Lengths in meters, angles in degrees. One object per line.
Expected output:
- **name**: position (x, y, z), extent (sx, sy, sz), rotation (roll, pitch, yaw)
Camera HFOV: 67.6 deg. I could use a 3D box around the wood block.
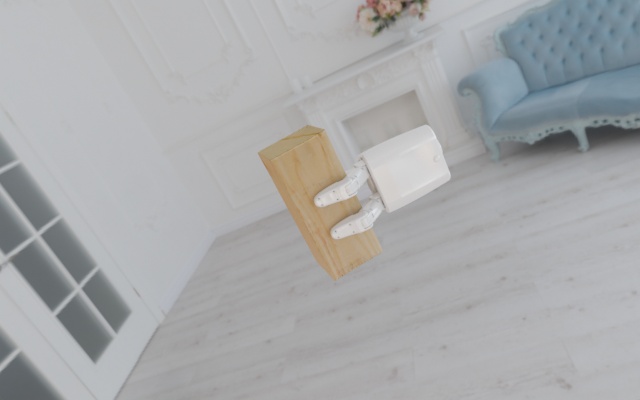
- **wood block**: position (0.000, 0.002, 0.713), extent (0.090, 0.206, 0.091), rotation (-30, 20, -9)
